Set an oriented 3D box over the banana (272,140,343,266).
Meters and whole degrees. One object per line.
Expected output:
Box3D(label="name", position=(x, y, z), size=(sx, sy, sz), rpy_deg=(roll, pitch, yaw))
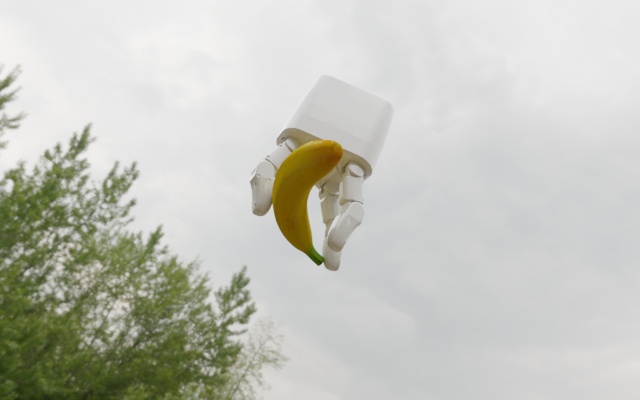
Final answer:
Box3D(label="banana", position=(-0.017, -0.003, 0.479), size=(0.069, 0.037, 0.198), rpy_deg=(22, -33, 10))
